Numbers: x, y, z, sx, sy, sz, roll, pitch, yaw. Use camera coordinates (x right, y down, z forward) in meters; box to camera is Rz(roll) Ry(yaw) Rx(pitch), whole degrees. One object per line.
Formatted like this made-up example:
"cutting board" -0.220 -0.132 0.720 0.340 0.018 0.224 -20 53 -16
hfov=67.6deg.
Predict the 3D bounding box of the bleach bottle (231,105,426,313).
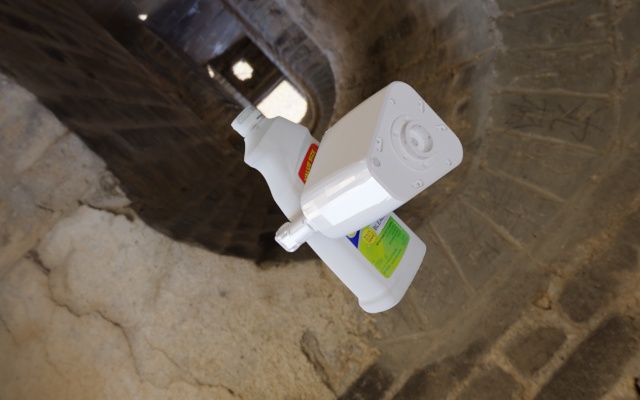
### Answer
"bleach bottle" 0.000 0.002 0.518 0.102 0.251 0.068 -52 11 -35
